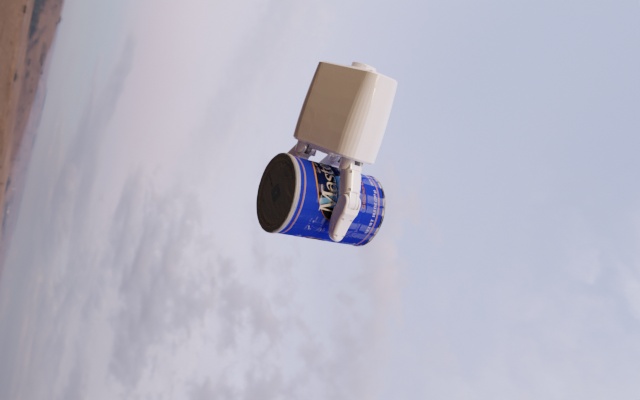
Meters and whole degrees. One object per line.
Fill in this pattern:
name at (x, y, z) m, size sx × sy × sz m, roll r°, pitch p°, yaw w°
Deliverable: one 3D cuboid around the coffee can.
coffee can at (0.000, 0.002, 0.635) m, size 0.140 × 0.103 × 0.103 m, roll 12°, pitch -7°, yaw -33°
